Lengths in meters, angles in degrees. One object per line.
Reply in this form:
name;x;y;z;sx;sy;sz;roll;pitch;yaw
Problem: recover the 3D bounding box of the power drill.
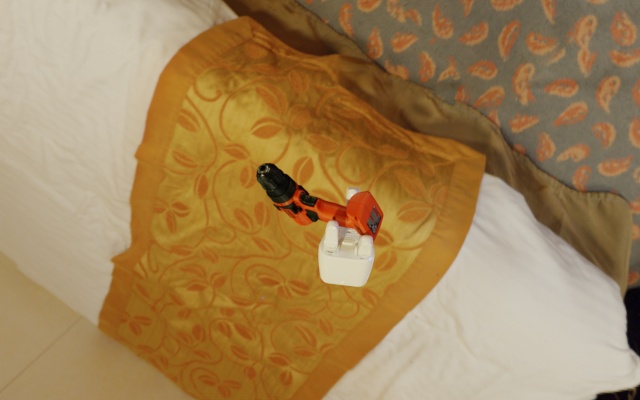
power drill;0.001;0.003;0.794;0.187;0.057;0.184;14;-18;30
